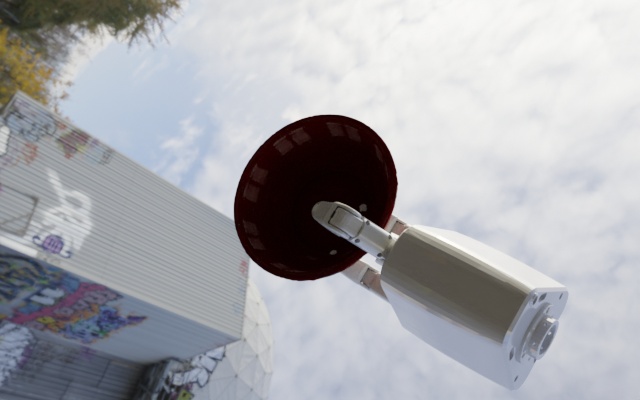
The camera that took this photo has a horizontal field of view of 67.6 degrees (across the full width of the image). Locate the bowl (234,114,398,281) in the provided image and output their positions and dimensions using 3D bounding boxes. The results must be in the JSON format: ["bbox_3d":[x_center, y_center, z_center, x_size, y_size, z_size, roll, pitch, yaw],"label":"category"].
[{"bbox_3d":[-0.001,0.001,0.456,0.162,0.162,0.055,0,-20,24],"label":"bowl"}]
